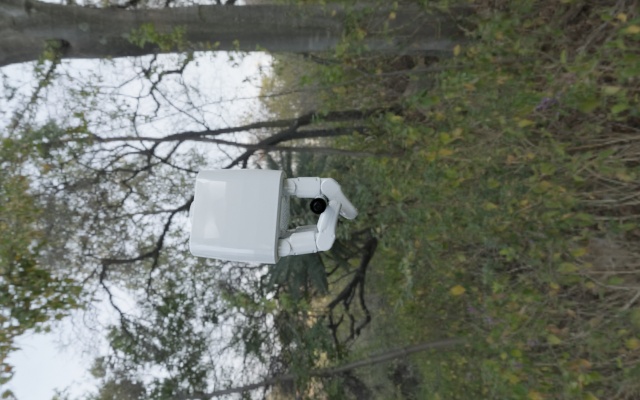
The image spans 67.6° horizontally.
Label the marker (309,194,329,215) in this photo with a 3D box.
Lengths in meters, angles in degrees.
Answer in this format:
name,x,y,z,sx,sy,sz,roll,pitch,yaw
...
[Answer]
name,x,y,z,sx,sy,sz,roll,pitch,yaw
marker,0.000,0.002,0.579,0.020,0.020,0.121,0,5,3
